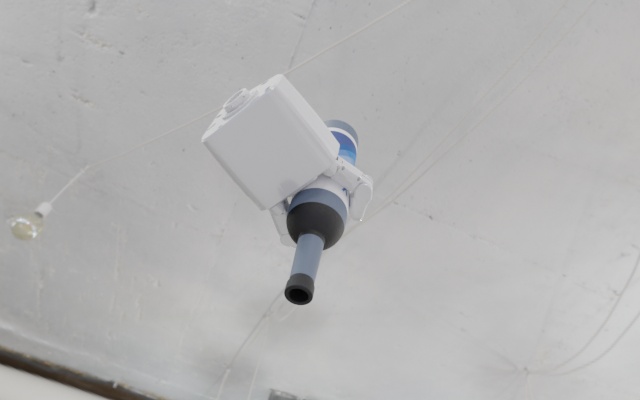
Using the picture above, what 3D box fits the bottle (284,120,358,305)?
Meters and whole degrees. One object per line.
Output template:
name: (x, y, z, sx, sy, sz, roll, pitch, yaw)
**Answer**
bottle: (0.000, 0.002, 0.561, 0.069, 0.069, 0.295, 0, 36, 10)
